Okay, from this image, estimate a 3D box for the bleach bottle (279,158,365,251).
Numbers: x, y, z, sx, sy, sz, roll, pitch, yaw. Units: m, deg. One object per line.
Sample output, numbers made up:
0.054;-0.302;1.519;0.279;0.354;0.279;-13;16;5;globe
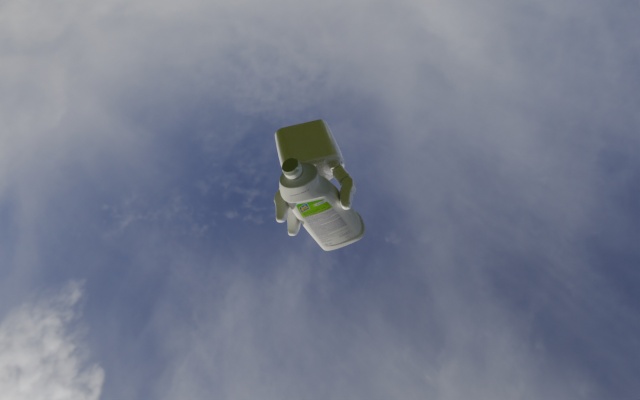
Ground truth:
0.000;0.003;0.862;0.102;0.068;0.251;-23;-36;7;bleach bottle
